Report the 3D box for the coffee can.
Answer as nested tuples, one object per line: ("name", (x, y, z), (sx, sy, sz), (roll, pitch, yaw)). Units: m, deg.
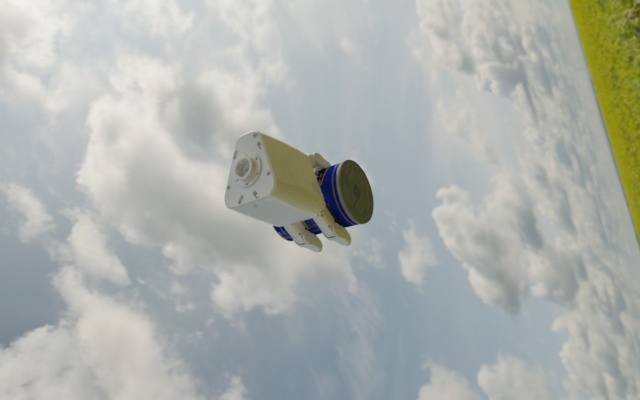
("coffee can", (0.000, 0.002, 0.770), (0.140, 0.103, 0.103), (-16, -9, 31))
